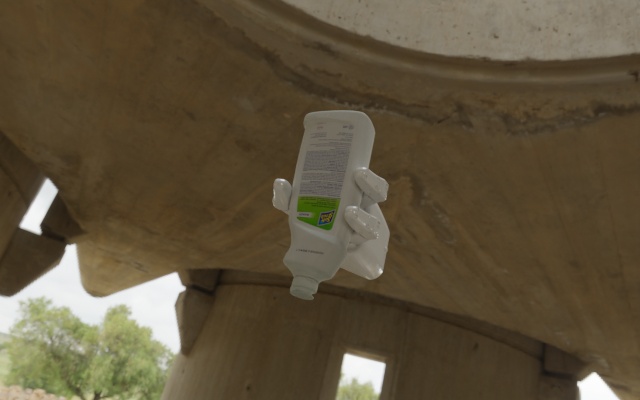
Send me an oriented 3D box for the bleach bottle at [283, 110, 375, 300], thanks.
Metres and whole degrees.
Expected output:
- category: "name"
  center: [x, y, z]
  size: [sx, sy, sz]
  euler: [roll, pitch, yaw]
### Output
- category: "bleach bottle"
  center: [0.000, 0.002, 0.616]
  size: [0.102, 0.250, 0.068]
  euler: [2, -28, 26]
